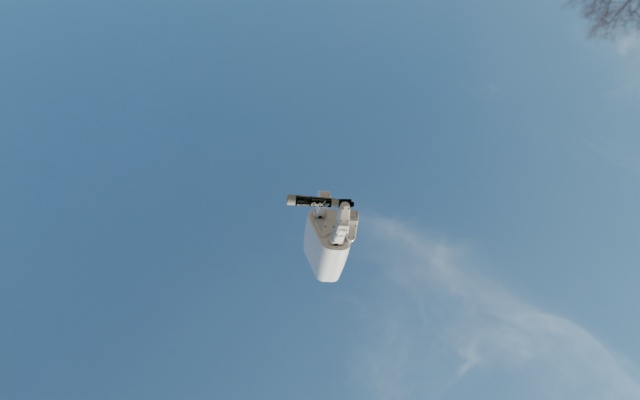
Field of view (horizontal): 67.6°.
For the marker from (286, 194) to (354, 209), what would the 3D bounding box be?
[{"bbox_3d":[0.000,0.003,0.851,0.121,0.020,0.020,4,-1,-8],"label":"marker"}]
